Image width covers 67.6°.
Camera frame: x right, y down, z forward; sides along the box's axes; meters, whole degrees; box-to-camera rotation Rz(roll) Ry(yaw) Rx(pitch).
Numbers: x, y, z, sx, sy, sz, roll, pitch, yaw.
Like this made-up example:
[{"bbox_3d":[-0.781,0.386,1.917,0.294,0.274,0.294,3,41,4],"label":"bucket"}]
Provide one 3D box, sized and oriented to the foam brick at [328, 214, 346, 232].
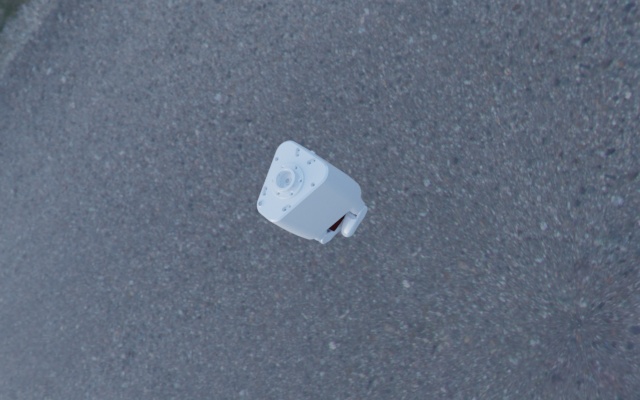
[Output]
[{"bbox_3d":[0.000,0.002,0.747,0.078,0.053,0.051,36,1,31],"label":"foam brick"}]
